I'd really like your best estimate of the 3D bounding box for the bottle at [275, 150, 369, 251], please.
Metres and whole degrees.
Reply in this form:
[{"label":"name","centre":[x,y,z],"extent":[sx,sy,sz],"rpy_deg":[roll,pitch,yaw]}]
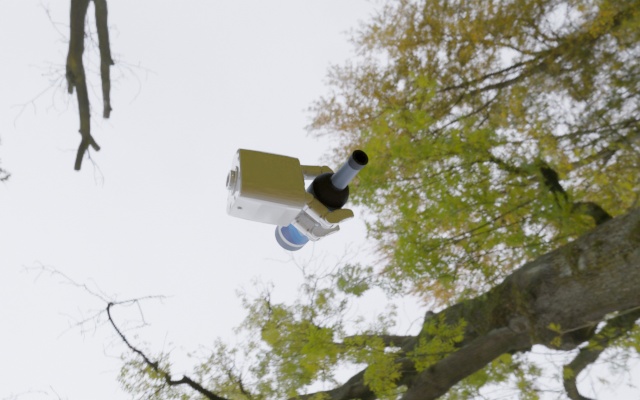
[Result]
[{"label":"bottle","centre":[0.000,0.003,0.820],"extent":[0.069,0.069,0.296],"rpy_deg":[0,-27,-27]}]
